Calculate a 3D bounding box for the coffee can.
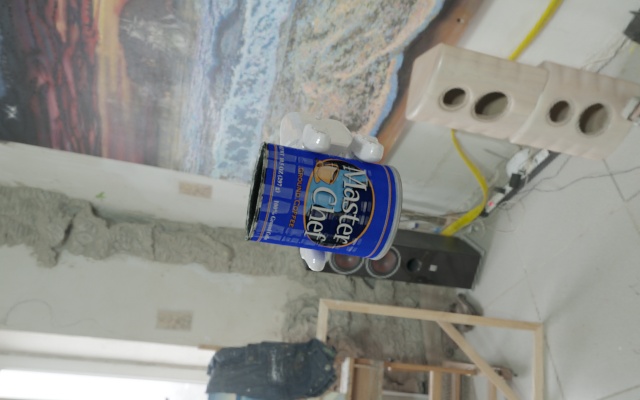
[{"bbox_3d":[0.000,0.002,0.497,0.140,0.103,0.103,10,-2,-13],"label":"coffee can"}]
